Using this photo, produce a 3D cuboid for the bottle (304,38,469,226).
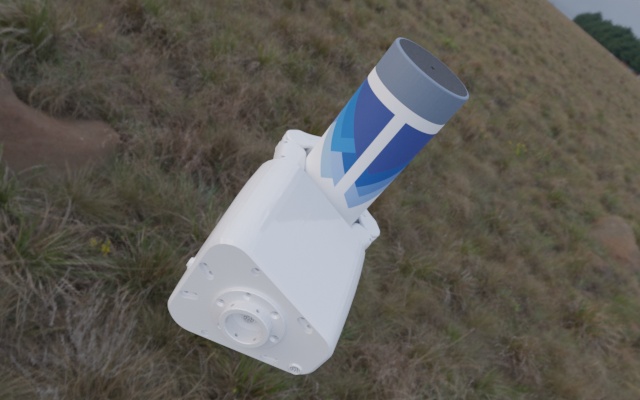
[{"bbox_3d":[0.000,0.001,0.416,0.069,0.069,0.296,0,-41,-46],"label":"bottle"}]
